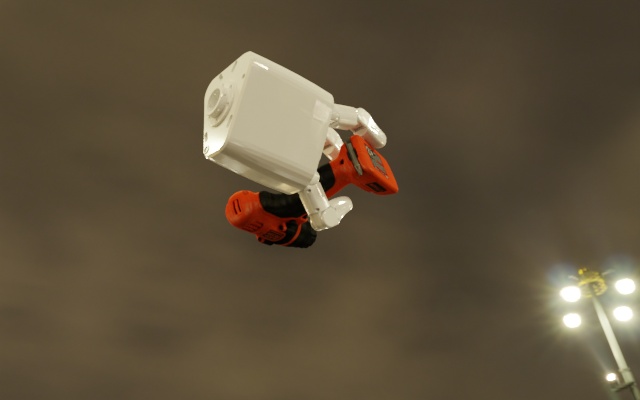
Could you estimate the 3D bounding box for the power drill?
[{"bbox_3d":[0.000,0.002,0.610,0.188,0.057,0.184,-29,-25,17],"label":"power drill"}]
